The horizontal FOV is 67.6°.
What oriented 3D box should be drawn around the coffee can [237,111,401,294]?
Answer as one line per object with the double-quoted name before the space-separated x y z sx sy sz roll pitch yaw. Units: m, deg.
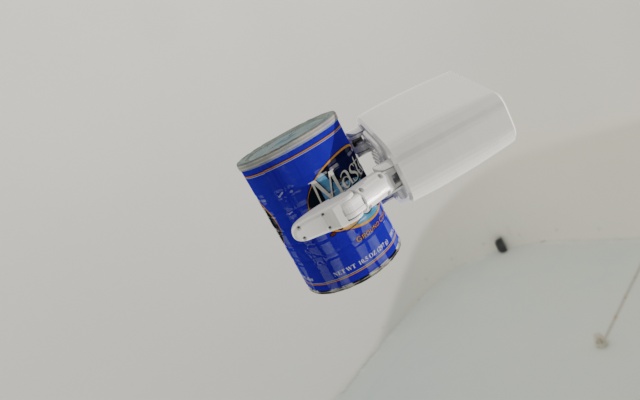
"coffee can" 0.000 0.001 0.453 0.103 0.140 0.102 -27 14 7
